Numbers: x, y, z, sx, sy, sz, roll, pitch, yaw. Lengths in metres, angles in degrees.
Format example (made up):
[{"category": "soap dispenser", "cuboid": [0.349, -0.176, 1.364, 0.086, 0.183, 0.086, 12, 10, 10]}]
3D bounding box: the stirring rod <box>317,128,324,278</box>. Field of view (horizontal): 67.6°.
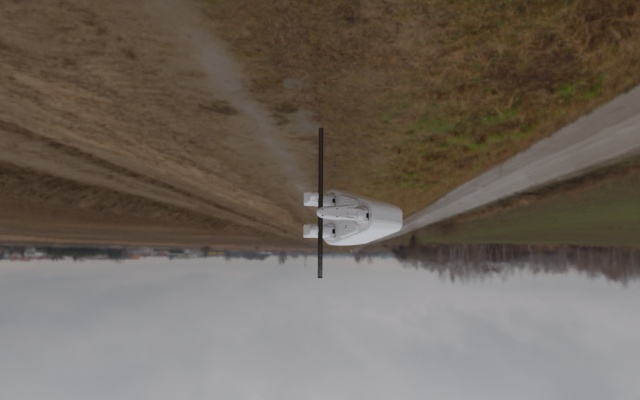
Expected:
[{"category": "stirring rod", "cuboid": [0.000, 0.002, 0.763, 0.011, 0.239, 0.011, 0, -6, 0]}]
